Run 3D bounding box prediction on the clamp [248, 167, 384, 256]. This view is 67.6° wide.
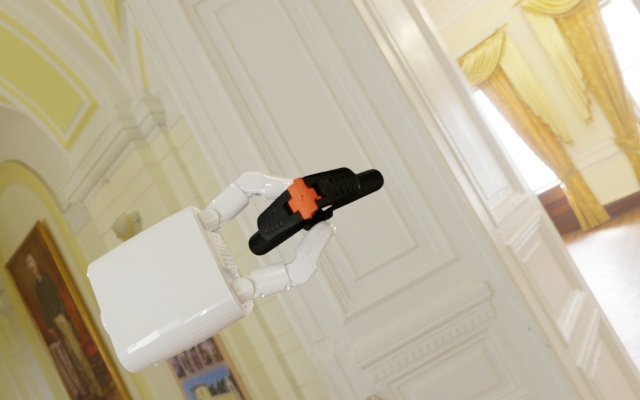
[{"bbox_3d":[-0.001,0.001,0.439,0.164,0.036,0.210,-30,-5,-7],"label":"clamp"}]
